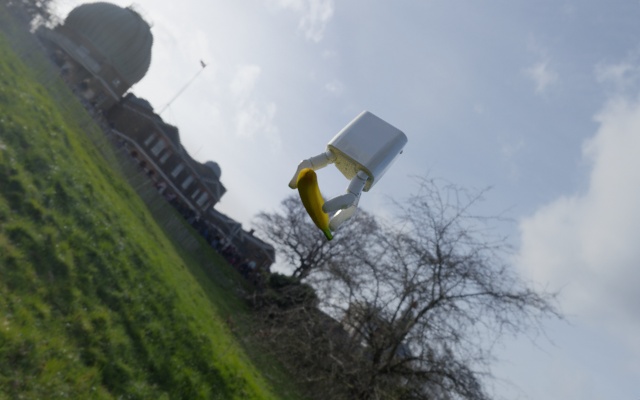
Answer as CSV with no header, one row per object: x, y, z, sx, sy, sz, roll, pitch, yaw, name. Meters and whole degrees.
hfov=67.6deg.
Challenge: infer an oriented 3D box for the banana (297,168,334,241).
-0.011,-0.005,0.845,0.069,0.037,0.198,41,-17,34,banana
